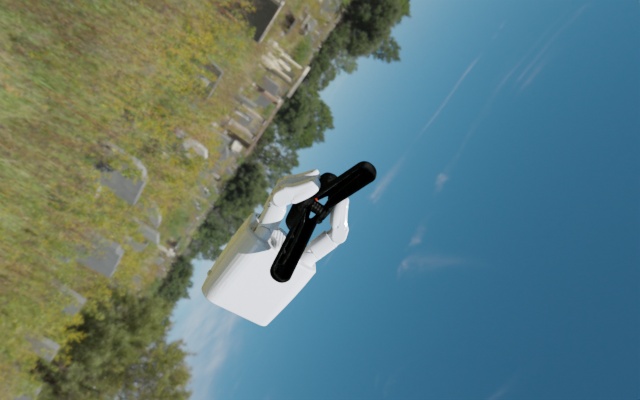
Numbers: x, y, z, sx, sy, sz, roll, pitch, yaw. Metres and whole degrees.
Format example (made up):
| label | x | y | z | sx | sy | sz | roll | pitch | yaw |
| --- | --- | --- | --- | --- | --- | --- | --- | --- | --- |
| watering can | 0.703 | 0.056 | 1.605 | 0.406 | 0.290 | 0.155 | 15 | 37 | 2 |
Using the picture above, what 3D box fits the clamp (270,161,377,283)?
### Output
| label | x | y | z | sx | sy | sz | roll | pitch | yaw |
| --- | --- | --- | --- | --- | --- | --- | --- | --- | --- |
| clamp | 0.001 | 0.003 | 0.600 | 0.036 | 0.164 | 0.210 | 40 | 11 | -11 |
